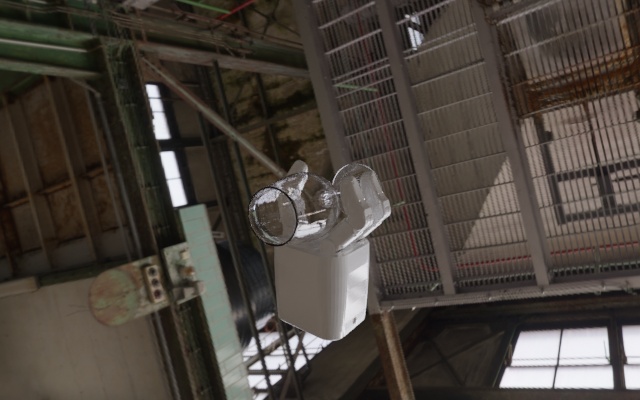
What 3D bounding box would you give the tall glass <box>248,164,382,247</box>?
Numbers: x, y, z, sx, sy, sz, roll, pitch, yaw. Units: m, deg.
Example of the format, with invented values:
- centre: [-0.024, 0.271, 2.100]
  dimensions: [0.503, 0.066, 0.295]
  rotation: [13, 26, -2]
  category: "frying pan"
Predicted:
- centre: [0.000, 0.002, 0.565]
  dimensions: [0.079, 0.079, 0.201]
  rotation: [0, 8, 30]
  category: "tall glass"
